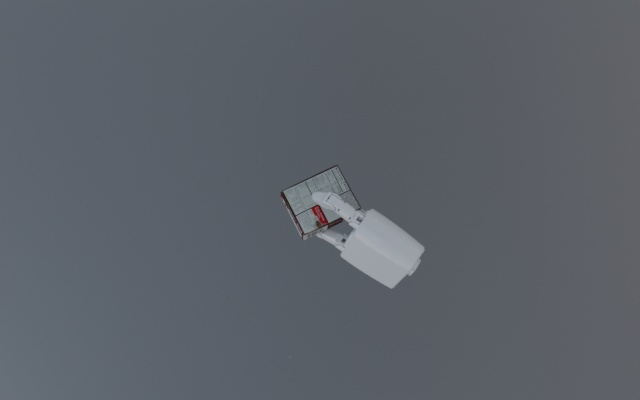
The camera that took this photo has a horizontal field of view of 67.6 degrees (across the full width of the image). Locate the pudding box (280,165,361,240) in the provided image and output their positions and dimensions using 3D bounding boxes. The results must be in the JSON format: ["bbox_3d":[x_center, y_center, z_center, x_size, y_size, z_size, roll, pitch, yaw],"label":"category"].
[{"bbox_3d":[0.000,0.003,0.818,0.113,0.090,0.039,-25,-14,-12],"label":"pudding box"}]
